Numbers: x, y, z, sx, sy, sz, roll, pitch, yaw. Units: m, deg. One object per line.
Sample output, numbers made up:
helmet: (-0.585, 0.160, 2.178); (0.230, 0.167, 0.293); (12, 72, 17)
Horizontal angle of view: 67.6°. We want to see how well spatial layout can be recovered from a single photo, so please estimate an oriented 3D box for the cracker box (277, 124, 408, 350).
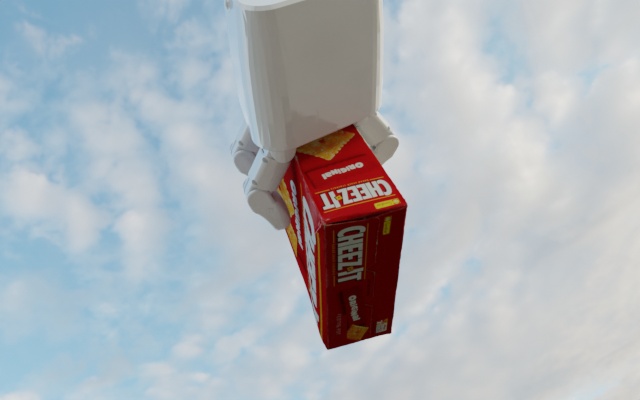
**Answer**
cracker box: (0.000, 0.001, 0.447); (0.072, 0.164, 0.213); (-13, 44, -11)
